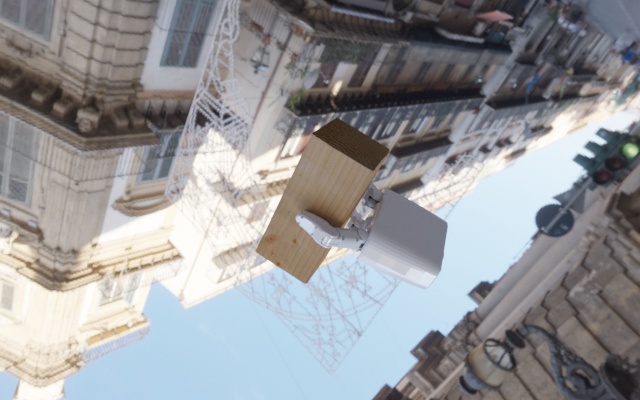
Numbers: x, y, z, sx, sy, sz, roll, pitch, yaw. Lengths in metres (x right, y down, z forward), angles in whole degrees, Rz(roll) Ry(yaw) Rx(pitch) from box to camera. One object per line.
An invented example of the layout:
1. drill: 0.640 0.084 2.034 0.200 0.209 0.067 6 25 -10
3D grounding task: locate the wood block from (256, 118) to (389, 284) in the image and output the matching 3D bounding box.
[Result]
1. wood block: 0.000 0.003 0.664 0.090 0.206 0.090 32 31 7
